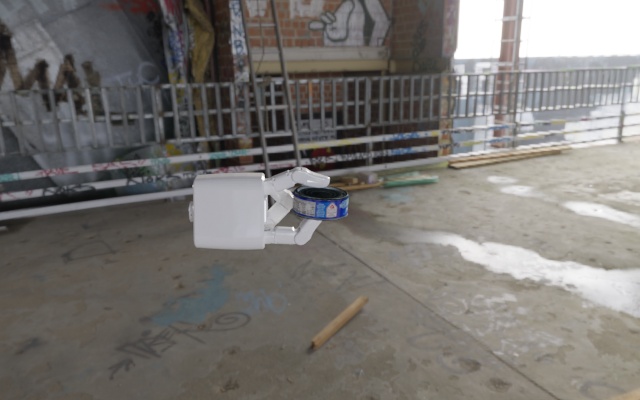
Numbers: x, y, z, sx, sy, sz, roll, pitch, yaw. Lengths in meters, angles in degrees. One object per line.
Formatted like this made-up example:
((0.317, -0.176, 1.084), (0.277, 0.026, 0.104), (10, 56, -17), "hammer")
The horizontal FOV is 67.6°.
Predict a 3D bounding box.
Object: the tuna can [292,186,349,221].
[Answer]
((0.000, 0.002, 0.727), (0.086, 0.034, 0.086), (4, 15, -1), "tuna can")
